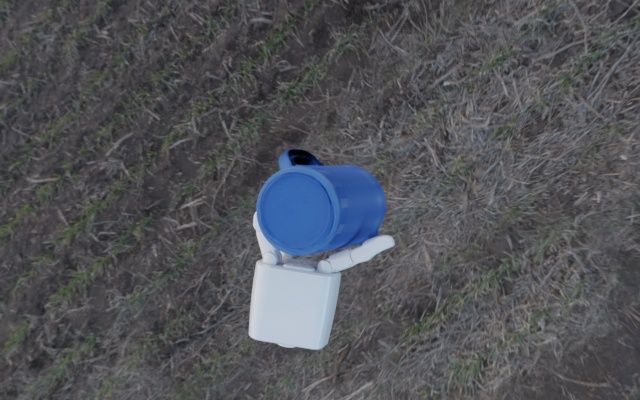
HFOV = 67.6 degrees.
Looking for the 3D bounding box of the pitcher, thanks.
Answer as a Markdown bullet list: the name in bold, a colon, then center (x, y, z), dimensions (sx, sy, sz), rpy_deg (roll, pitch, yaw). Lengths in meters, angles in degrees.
- **pitcher**: center (0.000, 0.002, 0.674), dimensions (0.149, 0.145, 0.243), rpy_deg (9, 3, 17)
